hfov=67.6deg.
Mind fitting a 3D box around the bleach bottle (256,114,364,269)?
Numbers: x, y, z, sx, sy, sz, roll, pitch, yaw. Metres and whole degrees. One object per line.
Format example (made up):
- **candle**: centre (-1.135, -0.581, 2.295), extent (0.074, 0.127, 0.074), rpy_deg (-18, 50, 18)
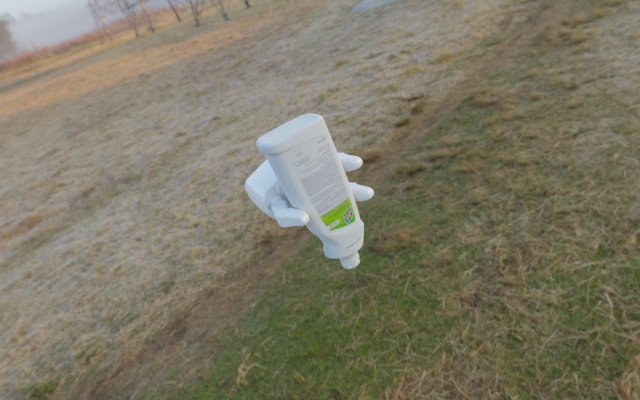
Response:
- **bleach bottle**: centre (0.000, 0.002, 0.722), extent (0.102, 0.251, 0.068), rpy_deg (-31, 27, -17)
